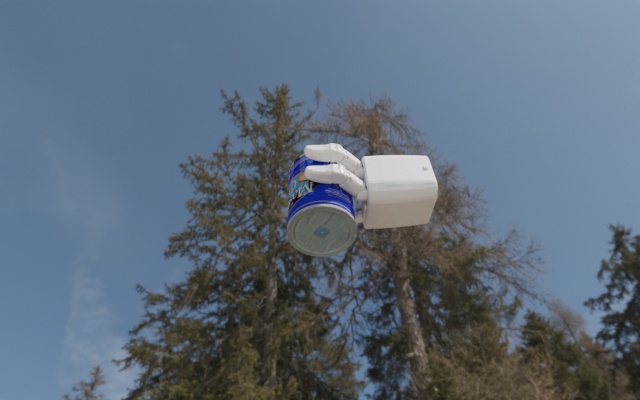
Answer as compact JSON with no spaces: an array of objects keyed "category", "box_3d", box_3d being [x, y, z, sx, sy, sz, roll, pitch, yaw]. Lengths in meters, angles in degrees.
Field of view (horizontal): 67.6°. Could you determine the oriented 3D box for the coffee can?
[{"category":"coffee can","box_3d":[0.000,0.003,0.745,0.103,0.103,0.140,0,41,-3]}]
